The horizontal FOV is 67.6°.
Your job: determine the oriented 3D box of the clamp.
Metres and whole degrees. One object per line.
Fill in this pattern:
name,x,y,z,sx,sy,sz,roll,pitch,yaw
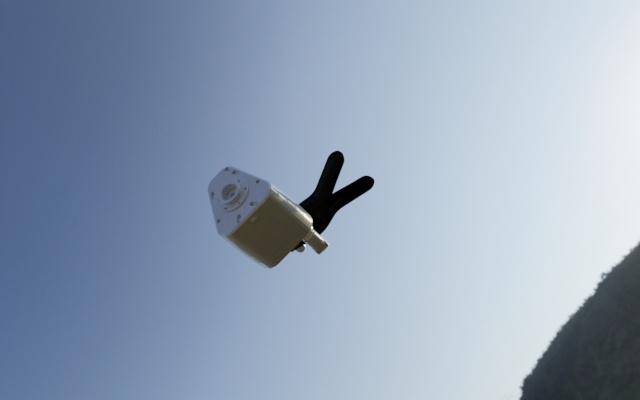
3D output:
clamp,0.000,0.002,0.715,0.039,0.171,0.120,44,-1,41
